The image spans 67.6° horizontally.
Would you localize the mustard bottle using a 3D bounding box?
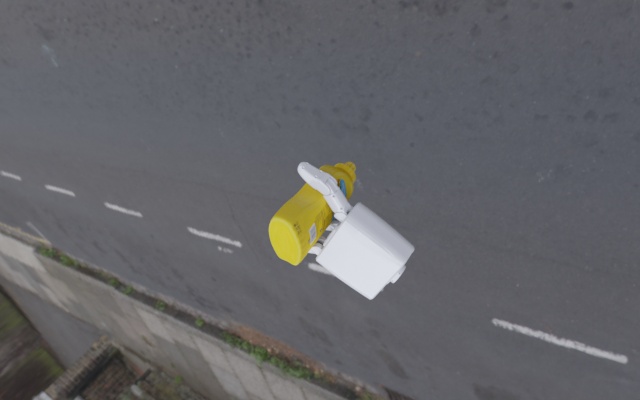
[{"bbox_3d":[0.000,0.002,0.725,0.058,0.096,0.191,22,51,25],"label":"mustard bottle"}]
